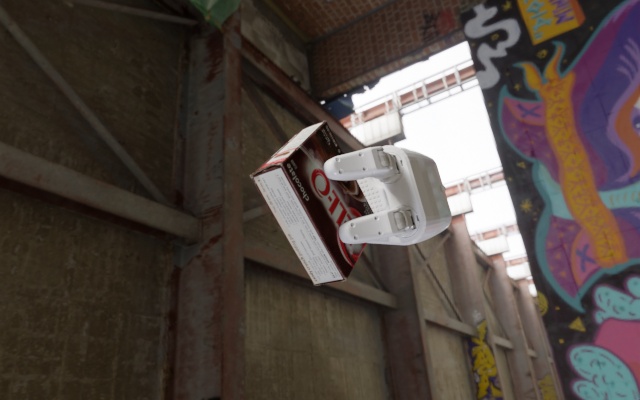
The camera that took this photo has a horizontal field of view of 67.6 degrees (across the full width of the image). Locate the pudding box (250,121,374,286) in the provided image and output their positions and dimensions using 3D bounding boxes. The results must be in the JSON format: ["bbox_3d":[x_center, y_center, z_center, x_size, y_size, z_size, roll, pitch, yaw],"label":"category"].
[{"bbox_3d":[0.000,0.001,0.409,0.039,0.113,0.090,-20,20,33],"label":"pudding box"}]
